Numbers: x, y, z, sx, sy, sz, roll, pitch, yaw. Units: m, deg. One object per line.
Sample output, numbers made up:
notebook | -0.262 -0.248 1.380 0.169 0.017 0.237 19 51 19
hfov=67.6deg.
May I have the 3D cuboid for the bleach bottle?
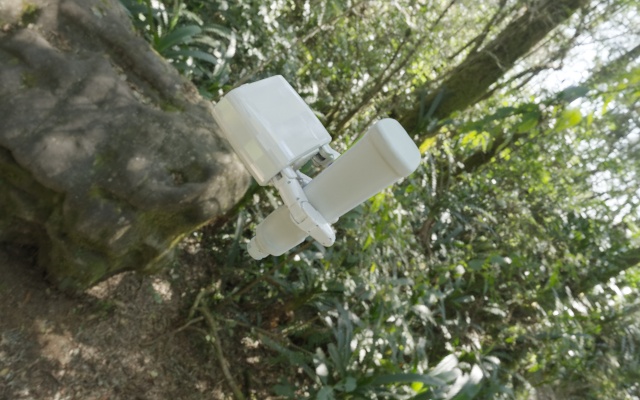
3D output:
bleach bottle | 0.000 0.002 0.582 0.251 0.068 0.102 -37 0 25
